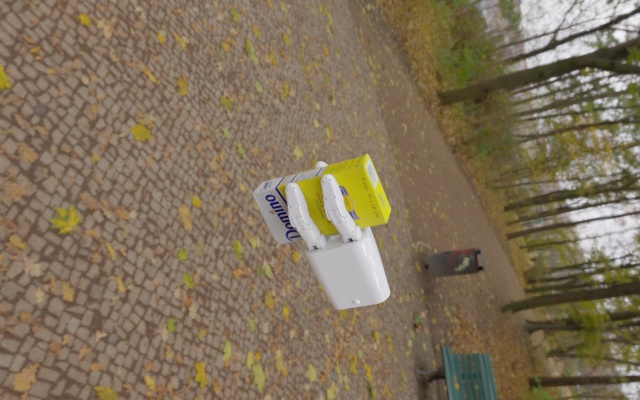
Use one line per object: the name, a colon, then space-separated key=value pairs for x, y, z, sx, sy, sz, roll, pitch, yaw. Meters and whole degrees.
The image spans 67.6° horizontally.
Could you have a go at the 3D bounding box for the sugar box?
sugar box: x=0.000 y=0.003 z=0.677 sx=0.176 sy=0.093 sz=0.048 roll=-15 pitch=23 yaw=23
